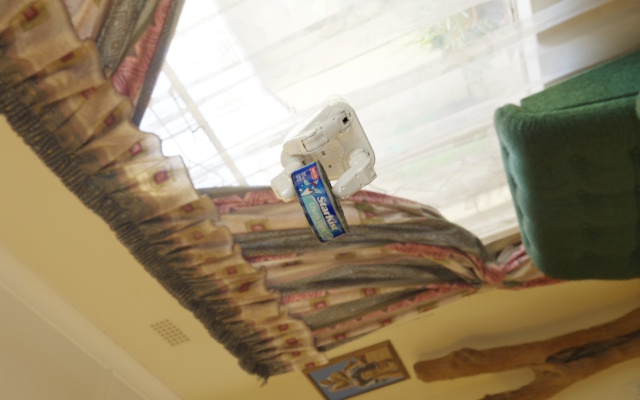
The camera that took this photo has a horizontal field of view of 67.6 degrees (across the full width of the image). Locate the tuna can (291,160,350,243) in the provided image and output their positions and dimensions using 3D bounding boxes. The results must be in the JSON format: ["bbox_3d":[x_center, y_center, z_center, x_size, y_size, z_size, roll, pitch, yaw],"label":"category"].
[{"bbox_3d":[0.000,0.002,0.515,0.034,0.086,0.086,-24,-2,5],"label":"tuna can"}]
